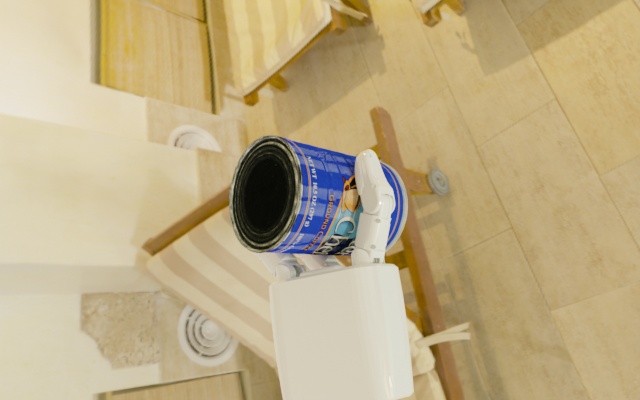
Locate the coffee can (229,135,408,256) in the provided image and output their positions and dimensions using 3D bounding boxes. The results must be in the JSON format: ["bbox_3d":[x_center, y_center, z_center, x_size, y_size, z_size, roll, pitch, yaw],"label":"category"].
[{"bbox_3d":[0.000,0.001,0.456,0.140,0.103,0.103,8,-6,-42],"label":"coffee can"}]
